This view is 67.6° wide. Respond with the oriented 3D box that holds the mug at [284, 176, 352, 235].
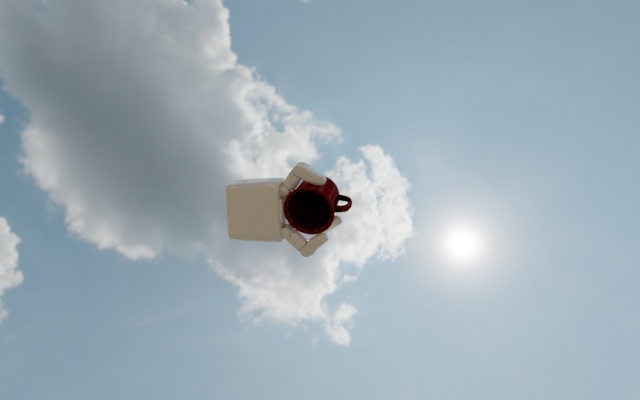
[{"bbox_3d":[0.002,0.003,0.870,0.117,0.093,0.081,0,24,15],"label":"mug"}]
